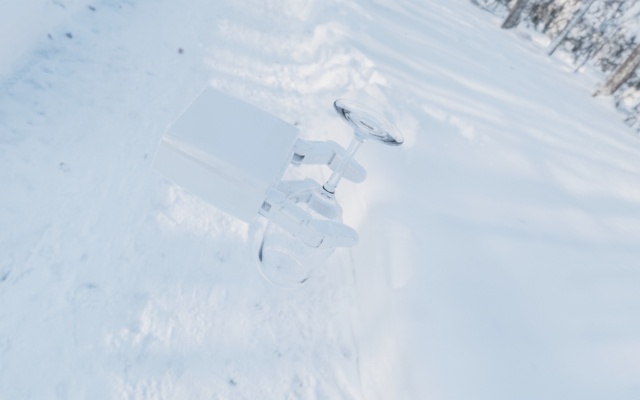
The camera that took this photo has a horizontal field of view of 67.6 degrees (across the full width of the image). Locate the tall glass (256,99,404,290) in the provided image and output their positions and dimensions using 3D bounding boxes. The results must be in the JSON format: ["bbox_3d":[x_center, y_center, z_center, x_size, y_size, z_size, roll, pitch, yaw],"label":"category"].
[{"bbox_3d":[0.001,0.001,0.487,0.079,0.201,0.079,23,29,-14],"label":"tall glass"}]
